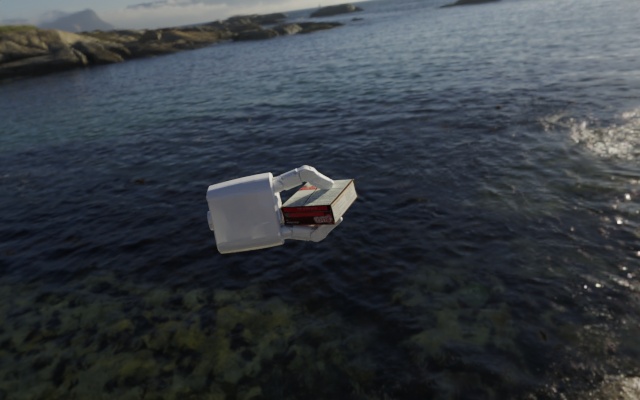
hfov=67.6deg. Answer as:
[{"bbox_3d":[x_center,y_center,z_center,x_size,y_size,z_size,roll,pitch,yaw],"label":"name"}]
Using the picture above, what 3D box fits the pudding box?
[{"bbox_3d":[0.000,0.002,0.783,0.090,0.039,0.113,-2,25,26],"label":"pudding box"}]
